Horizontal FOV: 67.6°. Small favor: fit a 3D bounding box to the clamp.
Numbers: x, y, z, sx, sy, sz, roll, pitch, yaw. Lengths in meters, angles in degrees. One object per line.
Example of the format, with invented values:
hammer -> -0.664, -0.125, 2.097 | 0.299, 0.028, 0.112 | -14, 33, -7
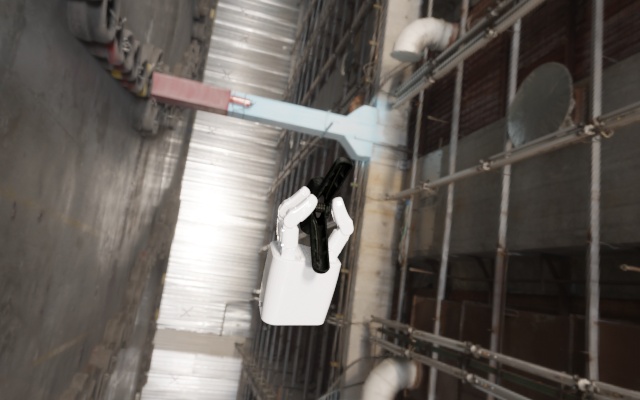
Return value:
clamp -> 0.001, 0.003, 0.737 | 0.036, 0.164, 0.210 | 13, 10, -14
